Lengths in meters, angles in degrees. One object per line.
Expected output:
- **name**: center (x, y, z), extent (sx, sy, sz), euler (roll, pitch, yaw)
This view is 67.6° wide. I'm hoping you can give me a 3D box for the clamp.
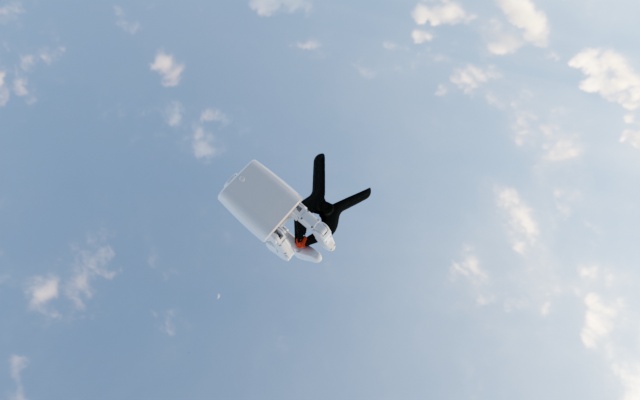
- **clamp**: center (0.000, 0.003, 0.837), extent (0.120, 0.171, 0.039), euler (41, -23, 0)
